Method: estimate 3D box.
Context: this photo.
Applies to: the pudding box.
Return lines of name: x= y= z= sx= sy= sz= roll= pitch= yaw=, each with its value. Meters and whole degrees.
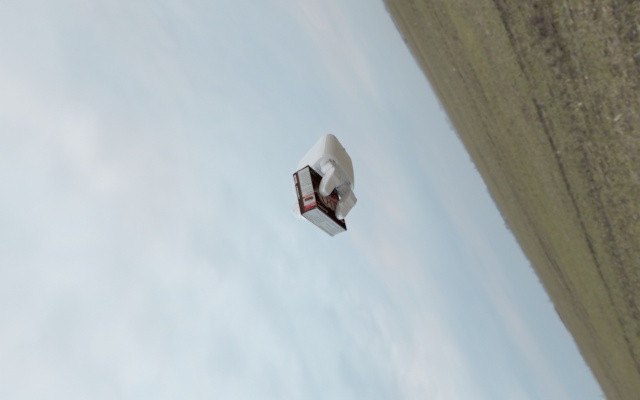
pudding box: x=0.000 y=0.003 z=0.844 sx=0.039 sy=0.090 sz=0.113 roll=-27 pitch=-35 yaw=21
